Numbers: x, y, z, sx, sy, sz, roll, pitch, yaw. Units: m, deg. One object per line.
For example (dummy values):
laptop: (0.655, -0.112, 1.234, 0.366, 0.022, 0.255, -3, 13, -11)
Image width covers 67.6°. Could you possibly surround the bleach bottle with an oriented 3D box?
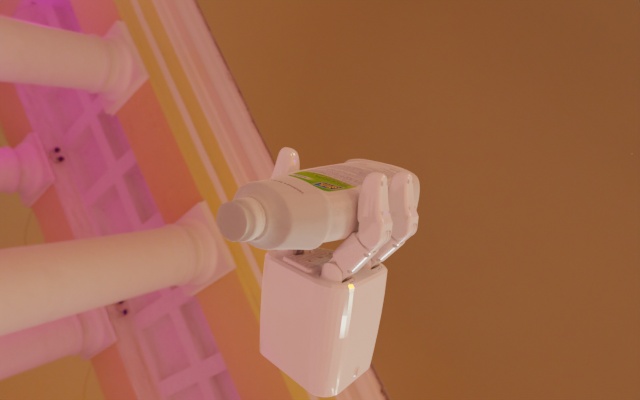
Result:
bleach bottle: (0.000, 0.001, 0.435, 0.102, 0.068, 0.251, 14, 13, 31)
